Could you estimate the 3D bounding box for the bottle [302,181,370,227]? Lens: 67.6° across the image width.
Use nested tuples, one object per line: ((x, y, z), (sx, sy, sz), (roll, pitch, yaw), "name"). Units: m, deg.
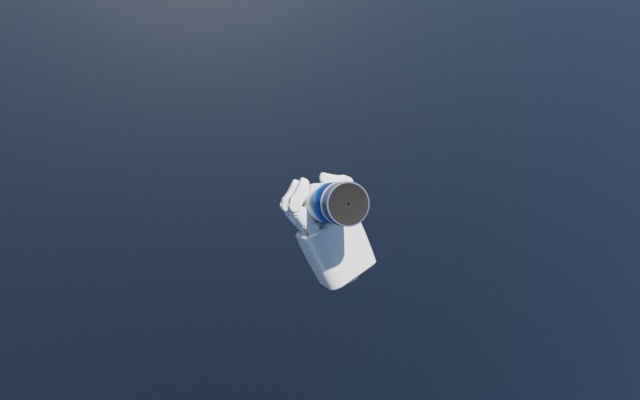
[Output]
((0.000, 0.003, 0.834), (0.069, 0.069, 0.295), (0, 1, -16), "bottle")
